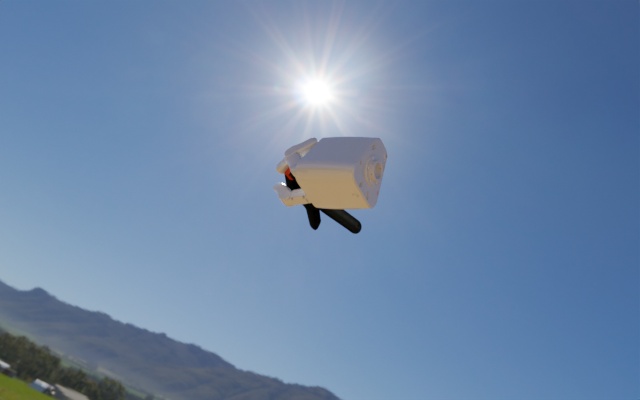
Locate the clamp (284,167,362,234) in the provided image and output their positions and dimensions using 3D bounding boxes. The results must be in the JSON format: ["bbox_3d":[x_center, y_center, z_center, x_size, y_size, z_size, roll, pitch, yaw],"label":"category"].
[{"bbox_3d":[0.000,0.002,0.845,0.120,0.039,0.172,3,-37,34],"label":"clamp"}]
